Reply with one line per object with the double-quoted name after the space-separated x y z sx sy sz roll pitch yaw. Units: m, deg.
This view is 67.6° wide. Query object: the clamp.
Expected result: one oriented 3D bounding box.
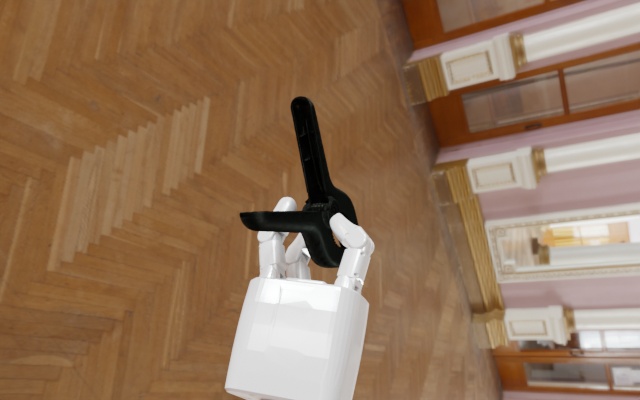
0.001 0.002 0.528 0.036 0.164 0.210 -3 -32 32 "clamp"
